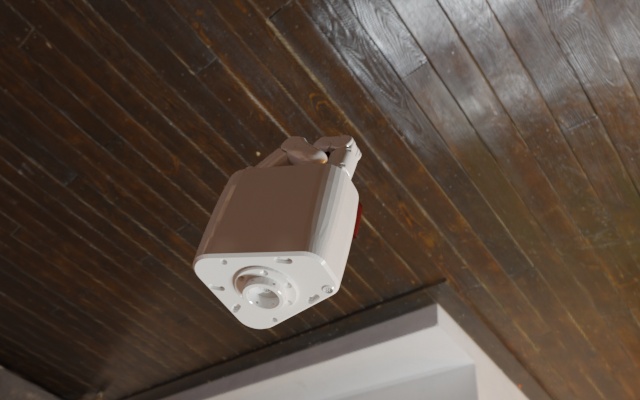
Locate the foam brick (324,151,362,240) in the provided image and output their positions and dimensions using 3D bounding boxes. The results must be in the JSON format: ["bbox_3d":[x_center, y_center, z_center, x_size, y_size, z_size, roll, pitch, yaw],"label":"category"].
[{"bbox_3d":[0.000,0.002,0.473,0.053,0.078,0.051,-18,34,25],"label":"foam brick"}]
